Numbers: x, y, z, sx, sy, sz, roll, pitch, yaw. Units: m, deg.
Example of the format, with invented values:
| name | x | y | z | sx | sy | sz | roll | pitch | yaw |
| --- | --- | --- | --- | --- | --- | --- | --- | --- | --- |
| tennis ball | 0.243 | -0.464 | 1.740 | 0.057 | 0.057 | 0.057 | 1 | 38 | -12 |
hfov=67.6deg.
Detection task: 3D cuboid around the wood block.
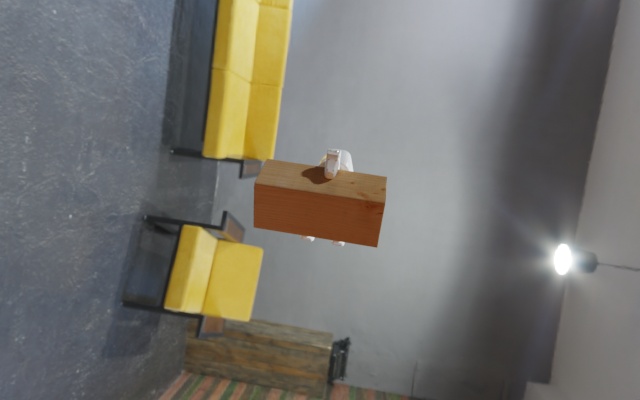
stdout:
| name | x | y | z | sx | sy | sz | roll | pitch | yaw |
| --- | --- | --- | --- | --- | --- | --- | --- | --- | --- |
| wood block | 0.000 | 0.002 | 0.791 | 0.206 | 0.091 | 0.090 | 9 | 33 | 5 |
